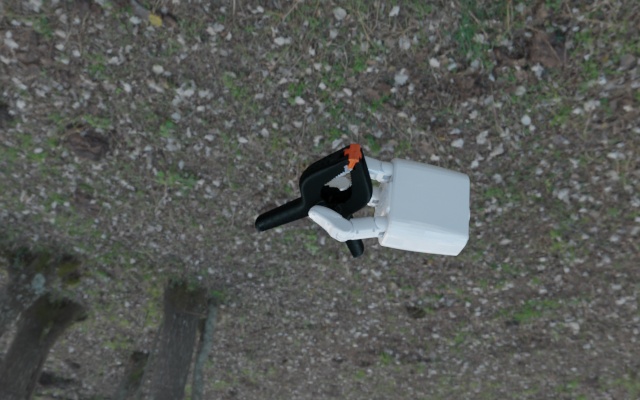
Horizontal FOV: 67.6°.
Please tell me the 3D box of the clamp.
[{"bbox_3d":[0.000,0.002,0.631,0.164,0.036,0.210,11,-39,-4],"label":"clamp"}]
